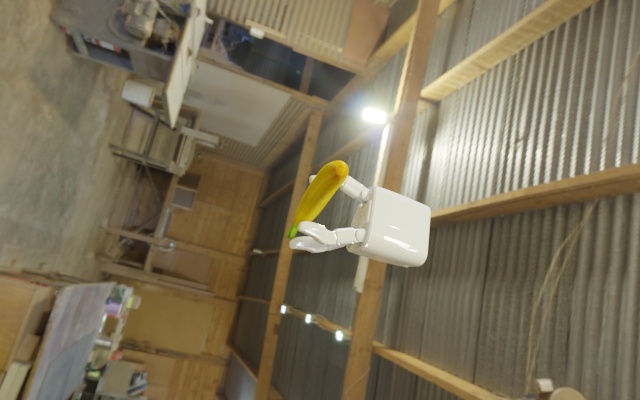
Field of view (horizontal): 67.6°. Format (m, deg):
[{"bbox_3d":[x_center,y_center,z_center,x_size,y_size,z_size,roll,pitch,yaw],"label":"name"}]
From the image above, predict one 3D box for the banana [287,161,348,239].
[{"bbox_3d":[0.002,-0.010,0.711,0.037,0.069,0.198,21,-38,-11],"label":"banana"}]
